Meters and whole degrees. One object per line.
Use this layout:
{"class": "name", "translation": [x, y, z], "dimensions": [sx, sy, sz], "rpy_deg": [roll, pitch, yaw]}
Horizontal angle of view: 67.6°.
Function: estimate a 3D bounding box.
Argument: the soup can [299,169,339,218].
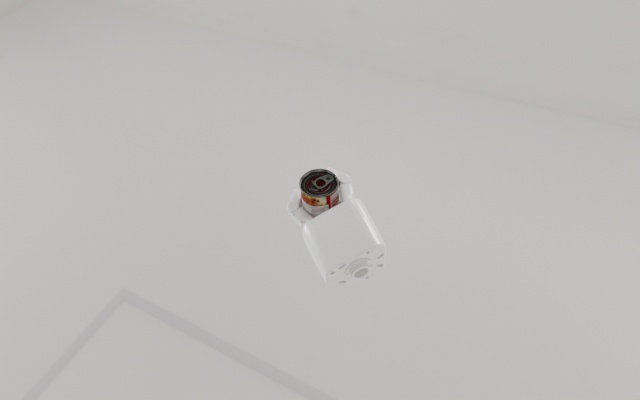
{"class": "soup can", "translation": [0.000, 0.003, 0.855], "dimensions": [0.068, 0.068, 0.102], "rpy_deg": [0, -42, 4]}
